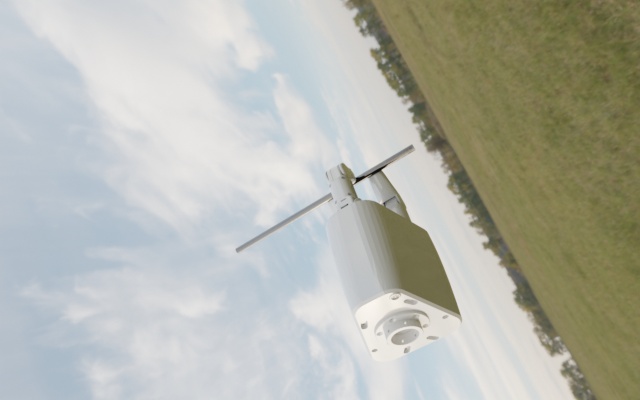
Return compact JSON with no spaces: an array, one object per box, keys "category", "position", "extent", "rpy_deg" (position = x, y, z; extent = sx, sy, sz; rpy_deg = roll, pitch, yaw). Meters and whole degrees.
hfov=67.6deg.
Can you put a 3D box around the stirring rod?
[{"category":"stirring rod","position":[0.000,0.002,0.543],"extent":[0.239,0.011,0.011],"rpy_deg":[-31,-9,15]}]
